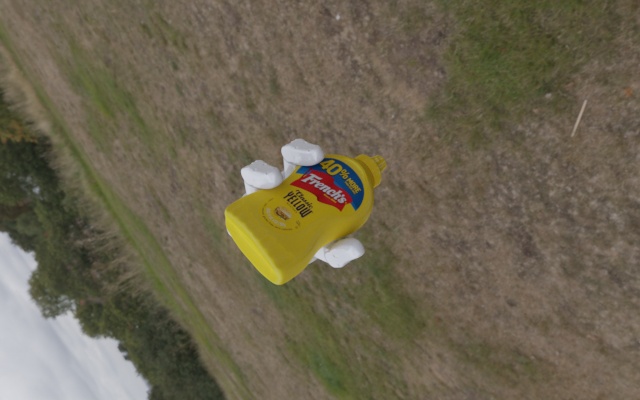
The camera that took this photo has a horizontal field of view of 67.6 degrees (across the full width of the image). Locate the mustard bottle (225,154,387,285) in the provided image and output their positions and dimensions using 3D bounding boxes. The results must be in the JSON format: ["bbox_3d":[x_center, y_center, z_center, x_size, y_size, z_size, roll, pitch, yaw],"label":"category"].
[{"bbox_3d":[0.000,0.002,0.517,0.191,0.096,0.058,-33,-27,-27],"label":"mustard bottle"}]
